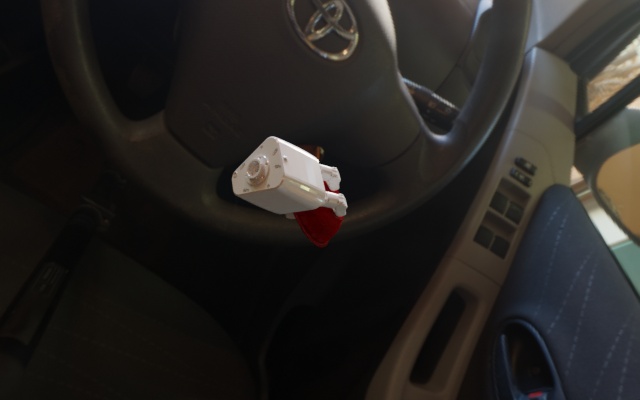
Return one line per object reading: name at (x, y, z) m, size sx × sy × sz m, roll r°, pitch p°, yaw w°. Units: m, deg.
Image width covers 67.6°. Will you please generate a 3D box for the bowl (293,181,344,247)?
bowl at (0.001, 0.003, 0.892) m, size 0.055 × 0.162 × 0.162 m, roll -22°, pitch -8°, yaw 19°
